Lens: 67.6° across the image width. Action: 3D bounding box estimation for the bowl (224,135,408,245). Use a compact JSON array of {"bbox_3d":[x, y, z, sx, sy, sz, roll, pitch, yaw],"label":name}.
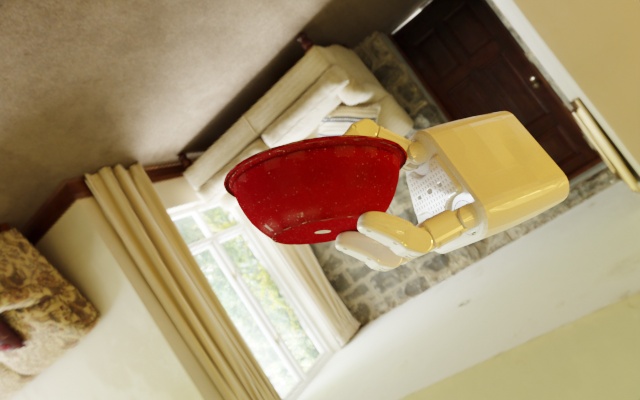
[{"bbox_3d":[-0.001,0.002,0.414,0.162,0.055,0.162,-8,-16,-2],"label":"bowl"}]
